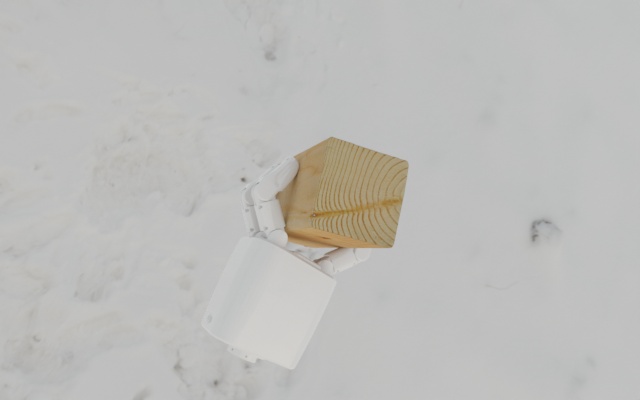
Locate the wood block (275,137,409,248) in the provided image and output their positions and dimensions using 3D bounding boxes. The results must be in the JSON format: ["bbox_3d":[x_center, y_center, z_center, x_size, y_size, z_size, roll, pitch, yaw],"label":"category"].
[{"bbox_3d":[0.000,0.002,0.542,0.091,0.090,0.206,16,-11,-21],"label":"wood block"}]
